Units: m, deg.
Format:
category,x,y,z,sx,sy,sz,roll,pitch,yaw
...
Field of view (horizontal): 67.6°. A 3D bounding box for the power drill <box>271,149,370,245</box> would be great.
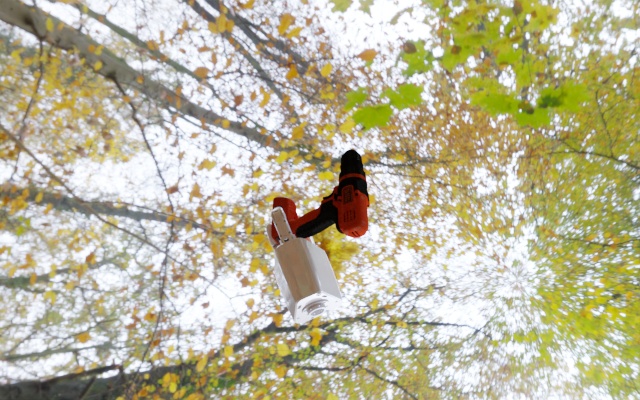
category,x,y,z,sx,sy,sz,roll,pitch,yaw
power drill,0.000,0.003,0.876,0.188,0.184,0.057,-21,-43,25
